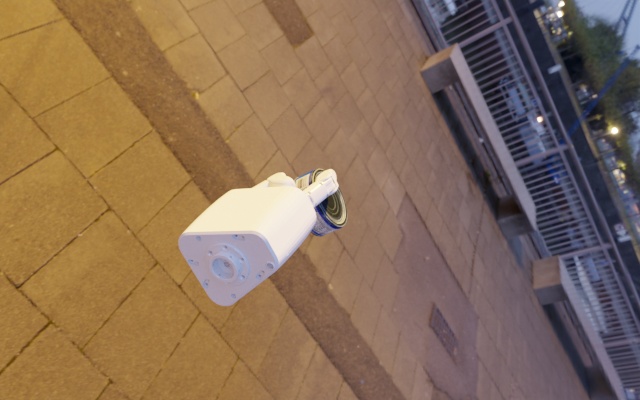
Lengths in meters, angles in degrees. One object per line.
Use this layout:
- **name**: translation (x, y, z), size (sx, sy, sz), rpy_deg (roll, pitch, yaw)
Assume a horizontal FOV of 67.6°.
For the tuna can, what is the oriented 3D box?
- **tuna can**: translation (0.001, 0.002, 0.631), size (0.034, 0.086, 0.086), rpy_deg (-24, -11, 25)
